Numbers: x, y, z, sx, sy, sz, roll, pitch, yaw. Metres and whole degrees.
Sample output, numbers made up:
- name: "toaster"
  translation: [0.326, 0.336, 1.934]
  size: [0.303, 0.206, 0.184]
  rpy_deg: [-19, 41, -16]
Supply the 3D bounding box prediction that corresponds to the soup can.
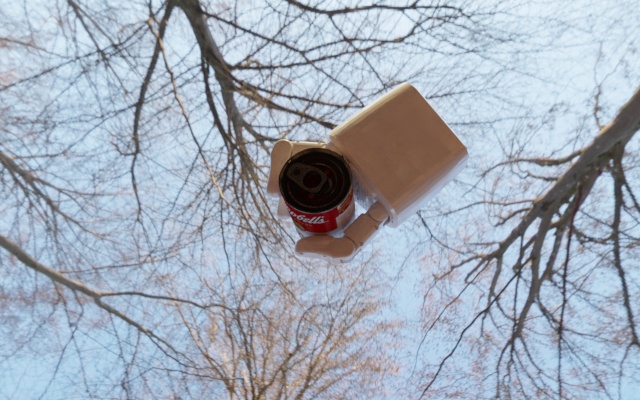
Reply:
- name: "soup can"
  translation: [0.000, 0.002, 0.479]
  size: [0.068, 0.068, 0.102]
  rpy_deg: [0, -25, 6]
